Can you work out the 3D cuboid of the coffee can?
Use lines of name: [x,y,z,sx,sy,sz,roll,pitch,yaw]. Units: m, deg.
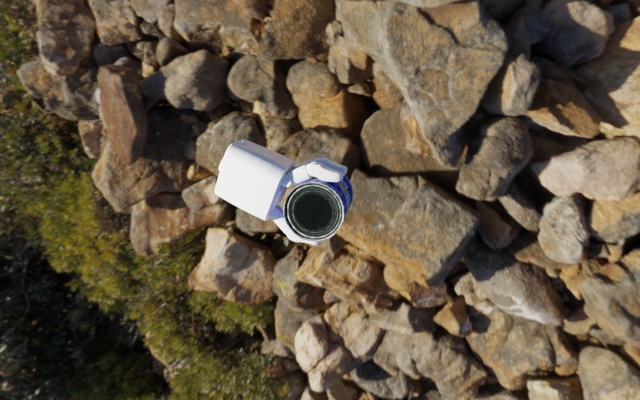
coffee can: [0.000,0.003,0.848,0.103,0.103,0.140,0,14,10]
